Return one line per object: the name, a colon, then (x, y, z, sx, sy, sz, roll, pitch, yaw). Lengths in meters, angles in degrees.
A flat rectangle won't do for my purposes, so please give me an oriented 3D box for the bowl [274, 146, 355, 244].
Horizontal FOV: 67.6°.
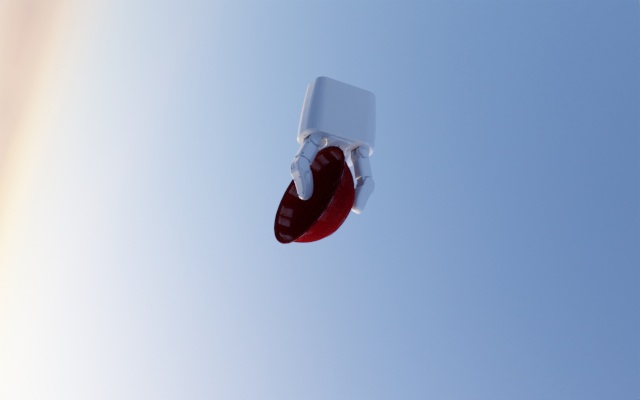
bowl: (0.000, 0.004, 0.699, 0.055, 0.162, 0.162, 33, -15, -25)
